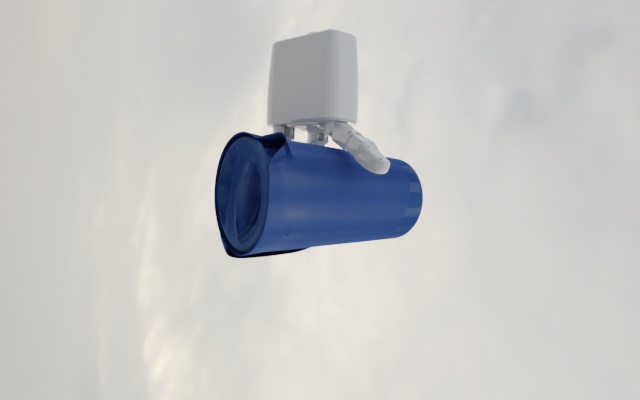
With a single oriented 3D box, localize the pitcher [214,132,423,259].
[{"bbox_3d":[0.000,0.002,0.584,0.243,0.145,0.149,2,0,-36],"label":"pitcher"}]
